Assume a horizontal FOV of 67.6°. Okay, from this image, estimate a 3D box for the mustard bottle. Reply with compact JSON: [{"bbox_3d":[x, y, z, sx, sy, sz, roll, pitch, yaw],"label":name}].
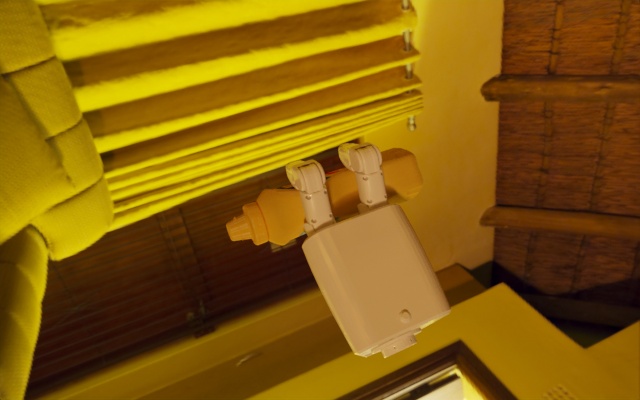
[{"bbox_3d":[0.000,0.001,0.481,0.191,0.058,0.096,-19,3,-16],"label":"mustard bottle"}]
